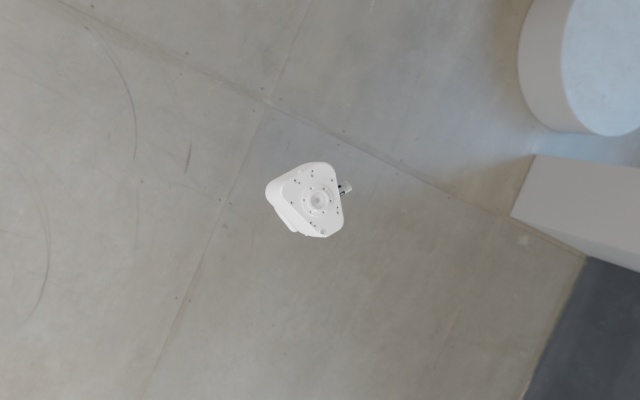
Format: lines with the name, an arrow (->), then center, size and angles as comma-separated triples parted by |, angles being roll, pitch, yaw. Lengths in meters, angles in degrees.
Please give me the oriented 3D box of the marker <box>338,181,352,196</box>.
marker -> 0.000, 0.003, 0.826 | 0.121, 0.020, 0.020 | -30, 8, -14
